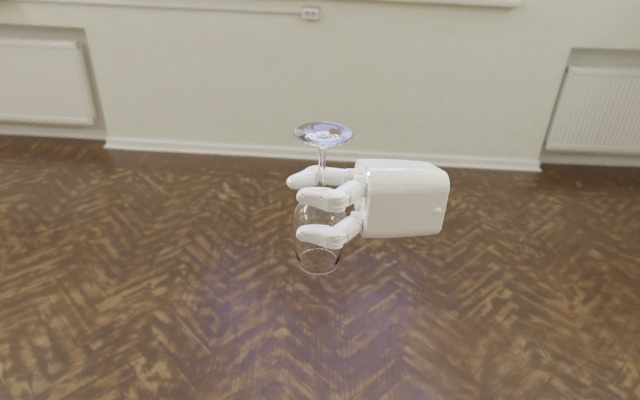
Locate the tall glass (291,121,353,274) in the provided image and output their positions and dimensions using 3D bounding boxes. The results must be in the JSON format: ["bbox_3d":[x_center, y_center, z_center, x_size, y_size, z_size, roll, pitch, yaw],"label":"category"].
[{"bbox_3d":[0.000,0.001,0.636,0.079,0.201,0.079,2,31,-1],"label":"tall glass"}]
